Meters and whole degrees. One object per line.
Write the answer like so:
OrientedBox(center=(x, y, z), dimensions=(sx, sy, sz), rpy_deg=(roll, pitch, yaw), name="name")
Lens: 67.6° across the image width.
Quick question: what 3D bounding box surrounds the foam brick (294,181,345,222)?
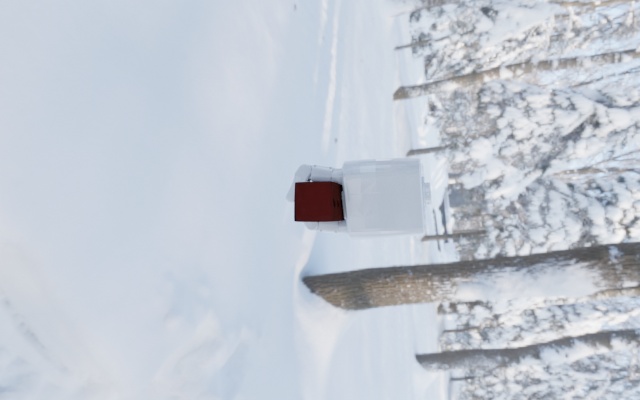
OrientedBox(center=(0.000, 0.002, 0.645), dimensions=(0.051, 0.053, 0.078), rpy_deg=(0, -1, 15), name="foam brick")
